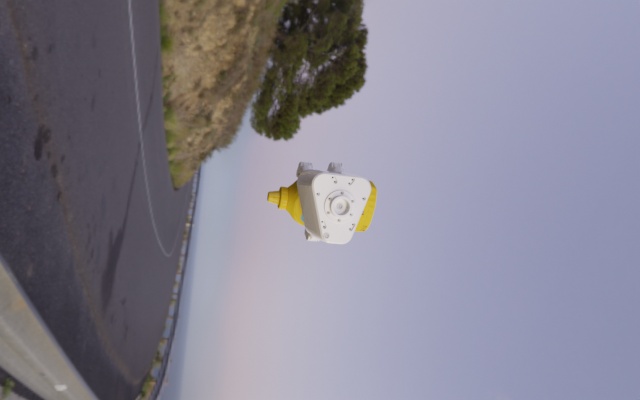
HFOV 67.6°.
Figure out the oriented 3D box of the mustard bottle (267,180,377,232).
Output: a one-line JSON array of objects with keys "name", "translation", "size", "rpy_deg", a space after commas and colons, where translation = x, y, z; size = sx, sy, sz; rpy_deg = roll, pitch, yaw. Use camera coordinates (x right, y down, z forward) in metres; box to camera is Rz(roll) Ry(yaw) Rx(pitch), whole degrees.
[{"name": "mustard bottle", "translation": [0.000, 0.003, 0.862], "size": [0.191, 0.096, 0.058], "rpy_deg": [6, 28, -13]}]
